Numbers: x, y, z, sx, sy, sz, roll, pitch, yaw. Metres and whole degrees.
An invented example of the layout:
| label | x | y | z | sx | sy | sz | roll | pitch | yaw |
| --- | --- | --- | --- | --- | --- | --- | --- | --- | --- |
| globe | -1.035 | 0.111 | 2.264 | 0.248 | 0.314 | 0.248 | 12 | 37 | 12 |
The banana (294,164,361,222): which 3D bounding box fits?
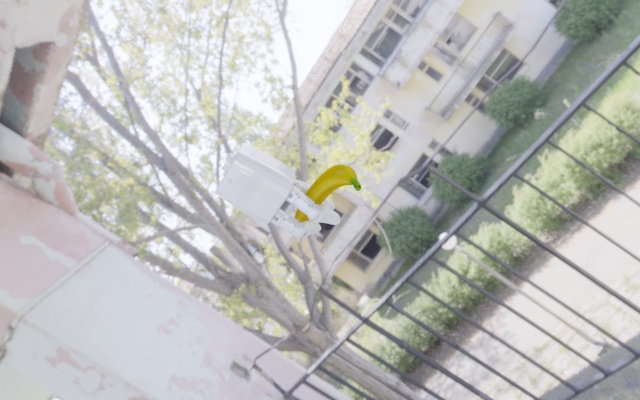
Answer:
| label | x | y | z | sx | sy | sz | roll | pitch | yaw |
| --- | --- | --- | --- | --- | --- | --- | --- | --- | --- |
| banana | 0.006 | -0.014 | 0.831 | 0.037 | 0.069 | 0.198 | 27 | -35 | -20 |
